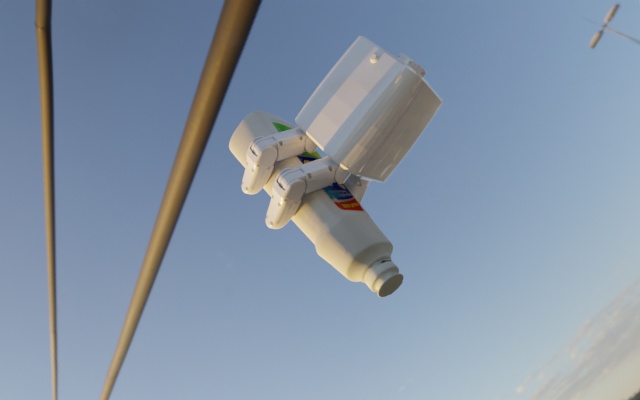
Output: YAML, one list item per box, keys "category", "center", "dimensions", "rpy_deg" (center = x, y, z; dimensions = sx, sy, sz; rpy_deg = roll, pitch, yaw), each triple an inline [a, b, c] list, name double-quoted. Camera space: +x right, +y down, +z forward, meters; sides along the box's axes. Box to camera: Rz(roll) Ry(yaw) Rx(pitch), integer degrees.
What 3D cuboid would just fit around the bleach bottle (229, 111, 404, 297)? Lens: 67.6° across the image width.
- category: "bleach bottle"
  center: [0.000, 0.002, 0.495]
  dimensions: [0.102, 0.068, 0.250]
  rpy_deg: [21, 22, -49]
